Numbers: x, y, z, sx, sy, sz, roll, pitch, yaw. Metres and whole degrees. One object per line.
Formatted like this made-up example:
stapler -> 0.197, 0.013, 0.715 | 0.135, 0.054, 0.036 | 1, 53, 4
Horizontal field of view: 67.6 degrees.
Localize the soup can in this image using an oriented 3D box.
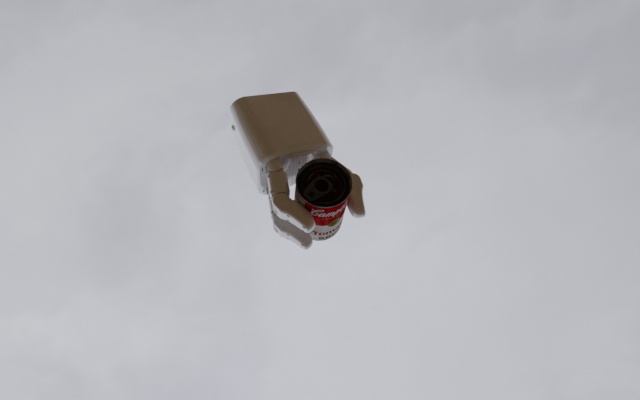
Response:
soup can -> 0.000, 0.003, 0.611 | 0.068, 0.068, 0.102 | 0, -28, -5
